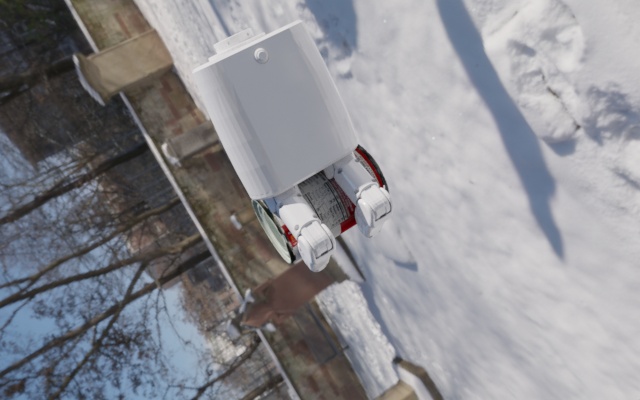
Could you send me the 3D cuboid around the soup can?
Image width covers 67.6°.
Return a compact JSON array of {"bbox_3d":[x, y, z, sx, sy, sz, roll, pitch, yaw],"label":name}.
[{"bbox_3d":[0.000,0.002,0.419,0.102,0.068,0.068,-31,9,-15],"label":"soup can"}]
